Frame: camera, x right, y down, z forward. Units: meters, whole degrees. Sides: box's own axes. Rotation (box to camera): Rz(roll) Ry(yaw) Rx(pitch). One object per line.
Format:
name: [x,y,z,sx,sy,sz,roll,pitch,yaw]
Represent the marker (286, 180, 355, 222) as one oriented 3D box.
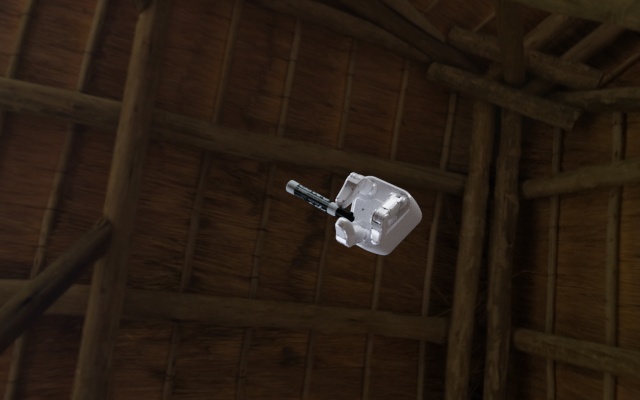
marker: [0.000,0.002,0.715,0.121,0.020,0.020,28,13,27]
